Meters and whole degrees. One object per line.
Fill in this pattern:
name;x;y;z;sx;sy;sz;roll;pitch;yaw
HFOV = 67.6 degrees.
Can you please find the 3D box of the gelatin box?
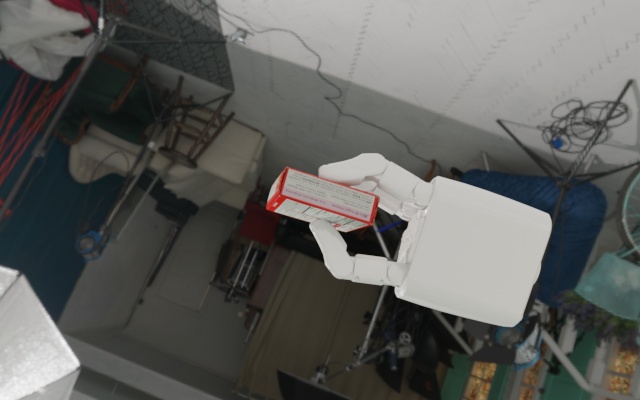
gelatin box;0.000;0.002;0.440;0.089;0.030;0.073;16;-13;-11
